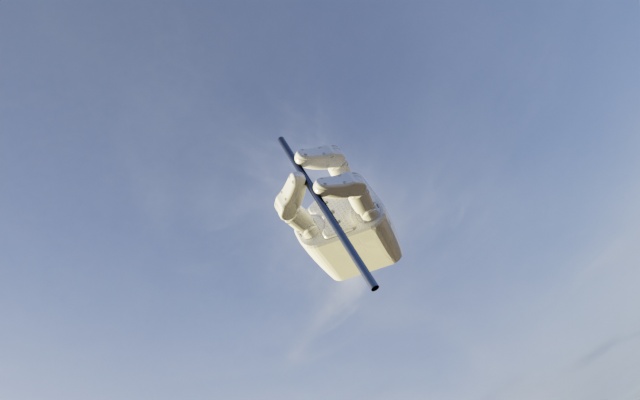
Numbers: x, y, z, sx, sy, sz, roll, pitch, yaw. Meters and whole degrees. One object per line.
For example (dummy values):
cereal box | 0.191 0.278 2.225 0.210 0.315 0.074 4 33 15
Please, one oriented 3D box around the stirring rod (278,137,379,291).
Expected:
stirring rod | 0.000 0.002 0.501 0.011 0.011 0.239 0 39 -31
